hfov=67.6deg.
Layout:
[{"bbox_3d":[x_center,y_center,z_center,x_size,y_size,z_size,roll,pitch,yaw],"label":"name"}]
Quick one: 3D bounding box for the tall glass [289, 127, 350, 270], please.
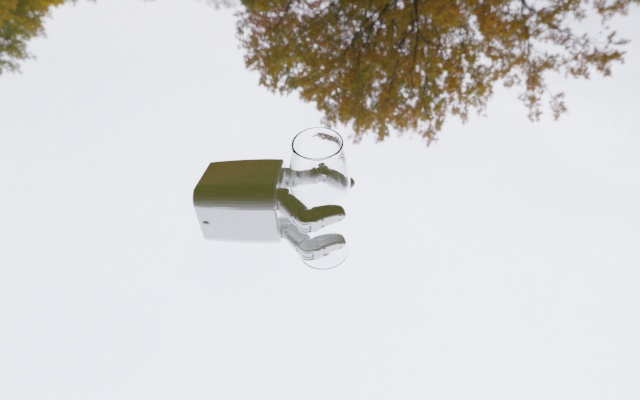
[{"bbox_3d":[0.000,0.003,0.633,0.079,0.079,0.201,-1,-45,1],"label":"tall glass"}]
